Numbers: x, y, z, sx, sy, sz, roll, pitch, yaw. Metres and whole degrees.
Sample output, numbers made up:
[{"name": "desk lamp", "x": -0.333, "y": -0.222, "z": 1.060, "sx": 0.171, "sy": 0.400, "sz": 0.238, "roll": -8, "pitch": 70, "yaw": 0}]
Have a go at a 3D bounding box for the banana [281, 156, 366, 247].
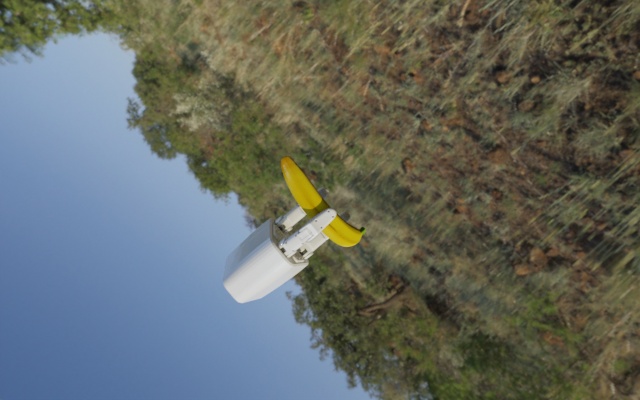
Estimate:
[{"name": "banana", "x": 0.003, "y": 0.015, "z": 0.738, "sx": 0.037, "sy": 0.198, "sz": 0.069, "roll": -36, "pitch": 28, "yaw": 18}]
